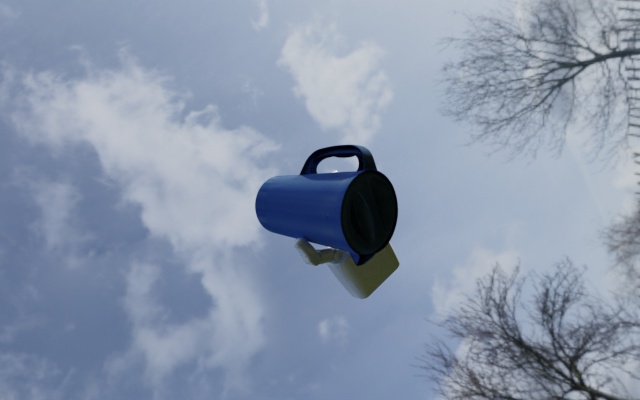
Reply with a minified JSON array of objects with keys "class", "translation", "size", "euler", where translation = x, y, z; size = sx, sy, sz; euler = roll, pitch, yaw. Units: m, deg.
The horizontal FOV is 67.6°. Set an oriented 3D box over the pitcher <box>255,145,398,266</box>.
[{"class":"pitcher","translation":[0.000,0.003,0.808],"size":[0.243,0.149,0.145],"euler":[5,-40,46]}]
